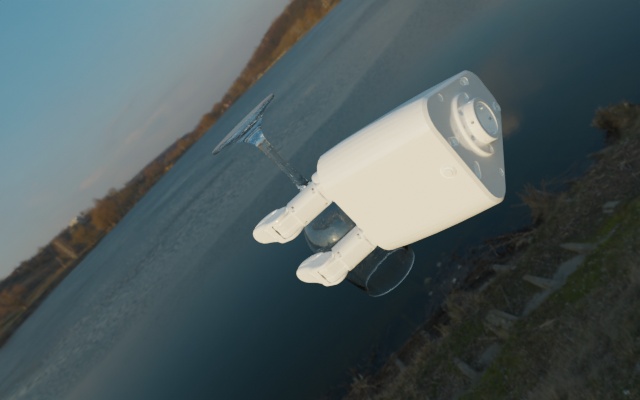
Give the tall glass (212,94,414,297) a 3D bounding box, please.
[{"bbox_3d":[0.000,0.001,0.439,0.201,0.079,0.079,45,-15,-16],"label":"tall glass"}]
